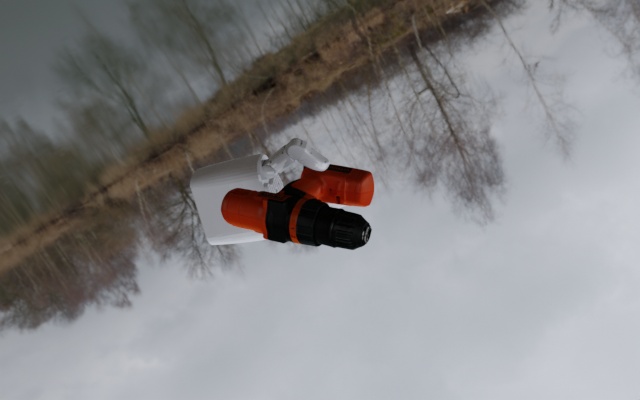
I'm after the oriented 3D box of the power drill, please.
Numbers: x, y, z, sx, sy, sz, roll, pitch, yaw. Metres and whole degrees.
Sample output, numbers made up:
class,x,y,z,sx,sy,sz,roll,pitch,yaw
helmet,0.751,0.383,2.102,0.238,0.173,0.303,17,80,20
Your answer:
class,x,y,z,sx,sy,sz,roll,pitch,yaw
power drill,0.000,0.002,0.594,0.184,0.057,0.187,12,19,24
